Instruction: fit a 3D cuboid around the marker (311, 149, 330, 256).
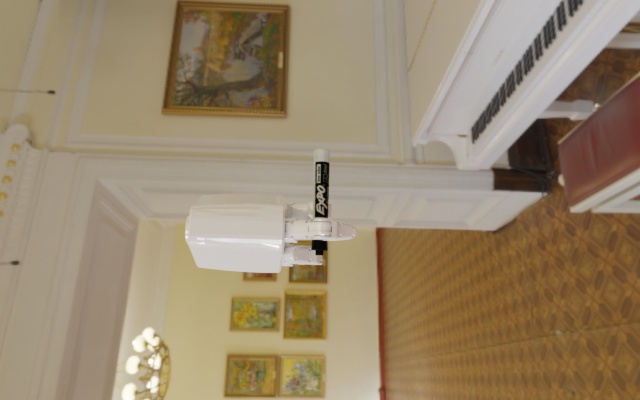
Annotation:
[{"bbox_3d":[0.000,0.002,0.544,0.020,0.121,0.020,1,-8,0],"label":"marker"}]
